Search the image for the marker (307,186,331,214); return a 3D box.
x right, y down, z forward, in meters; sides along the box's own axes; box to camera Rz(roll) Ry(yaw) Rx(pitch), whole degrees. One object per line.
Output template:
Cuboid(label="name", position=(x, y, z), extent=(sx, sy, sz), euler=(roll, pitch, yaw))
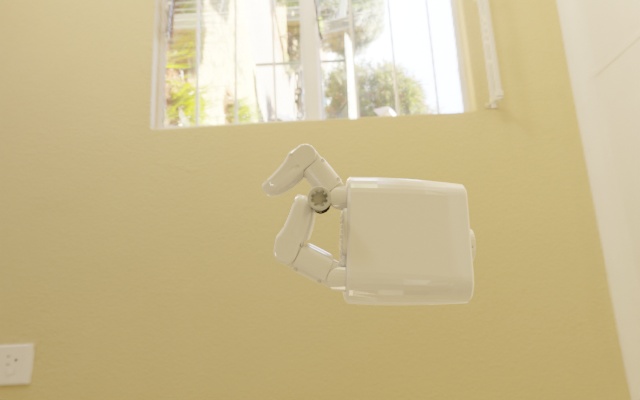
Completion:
Cuboid(label="marker", position=(0.000, 0.001, 0.427), extent=(0.020, 0.020, 0.121), euler=(0, -3, 1))
